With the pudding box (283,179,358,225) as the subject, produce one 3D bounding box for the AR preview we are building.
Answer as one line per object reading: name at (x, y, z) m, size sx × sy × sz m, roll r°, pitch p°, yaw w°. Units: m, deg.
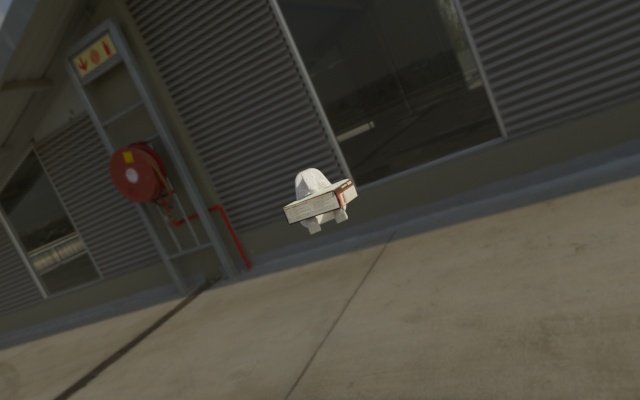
pudding box at (0.000, 0.003, 0.866) m, size 0.113 × 0.039 × 0.090 m, roll -21°, pitch 6°, yaw 27°
